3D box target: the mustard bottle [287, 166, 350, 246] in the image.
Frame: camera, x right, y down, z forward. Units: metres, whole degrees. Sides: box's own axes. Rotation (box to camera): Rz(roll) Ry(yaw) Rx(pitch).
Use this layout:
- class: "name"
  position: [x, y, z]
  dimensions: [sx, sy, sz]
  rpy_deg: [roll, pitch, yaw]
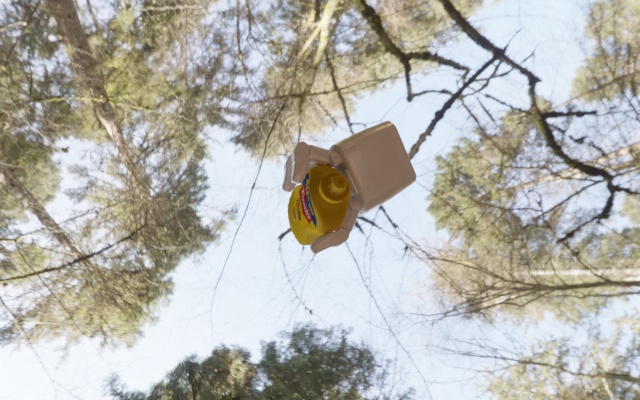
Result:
- class: "mustard bottle"
  position: [0.000, 0.002, 0.697]
  dimensions: [0.058, 0.096, 0.192]
  rpy_deg: [-3, -15, -18]
